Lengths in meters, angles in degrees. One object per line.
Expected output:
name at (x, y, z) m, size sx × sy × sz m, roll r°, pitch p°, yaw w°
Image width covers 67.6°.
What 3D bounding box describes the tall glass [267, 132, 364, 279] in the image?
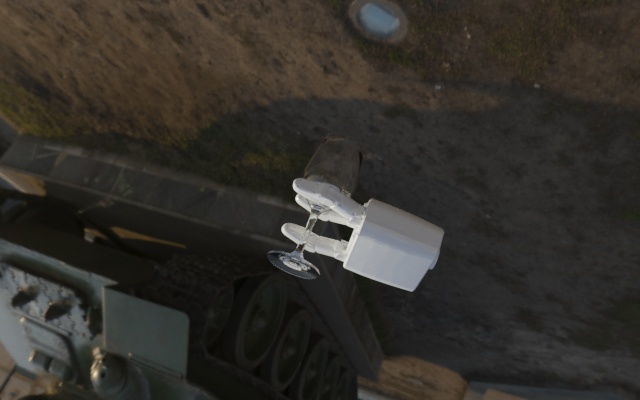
tall glass at (0.000, 0.003, 0.660) m, size 0.079 × 0.201 × 0.079 m, roll 18°, pitch -26°, yaw 9°
